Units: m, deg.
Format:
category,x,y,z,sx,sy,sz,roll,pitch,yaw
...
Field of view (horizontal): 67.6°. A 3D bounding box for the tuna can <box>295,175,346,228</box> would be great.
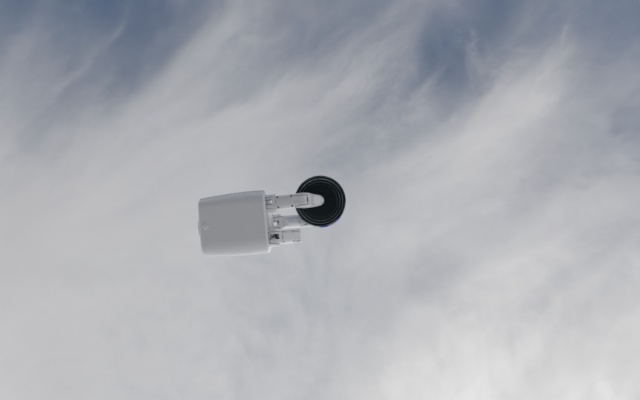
category,x,y,z,sx,sy,sz,roll,pitch,yaw
tuna can,0.000,0.003,0.806,0.086,0.086,0.034,0,-8,3
